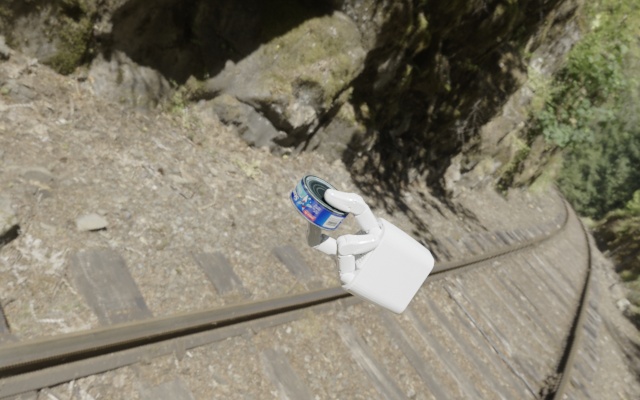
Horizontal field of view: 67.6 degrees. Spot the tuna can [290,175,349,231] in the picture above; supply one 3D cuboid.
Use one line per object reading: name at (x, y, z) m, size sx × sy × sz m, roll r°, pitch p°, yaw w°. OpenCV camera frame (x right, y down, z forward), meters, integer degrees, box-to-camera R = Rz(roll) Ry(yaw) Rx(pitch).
tuna can at (0.000, 0.002, 0.688) m, size 0.086 × 0.034 × 0.086 m, roll 32°, pitch 24°, yaw -16°
